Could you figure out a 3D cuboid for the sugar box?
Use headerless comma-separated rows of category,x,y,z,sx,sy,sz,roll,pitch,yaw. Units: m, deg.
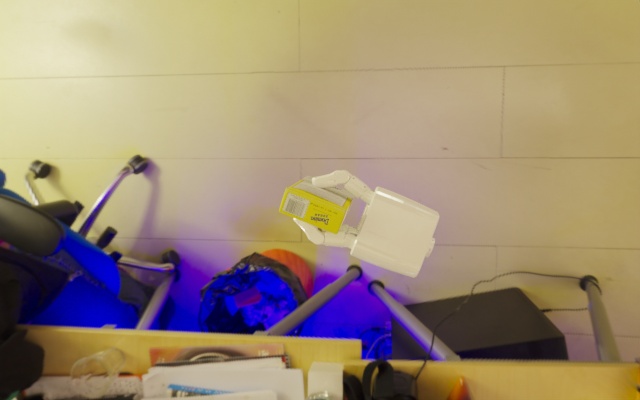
sugar box,0.000,0.003,0.760,0.093,0.048,0.176,22,8,5
